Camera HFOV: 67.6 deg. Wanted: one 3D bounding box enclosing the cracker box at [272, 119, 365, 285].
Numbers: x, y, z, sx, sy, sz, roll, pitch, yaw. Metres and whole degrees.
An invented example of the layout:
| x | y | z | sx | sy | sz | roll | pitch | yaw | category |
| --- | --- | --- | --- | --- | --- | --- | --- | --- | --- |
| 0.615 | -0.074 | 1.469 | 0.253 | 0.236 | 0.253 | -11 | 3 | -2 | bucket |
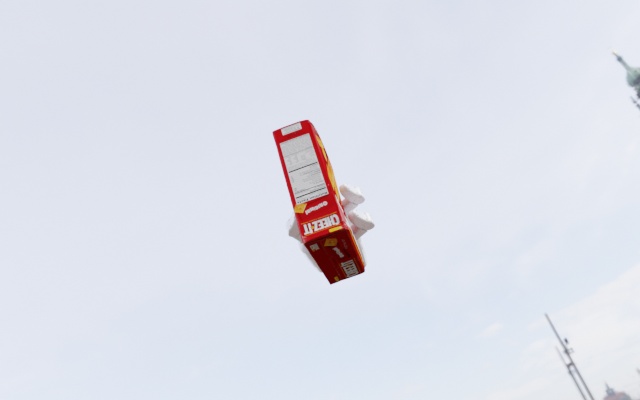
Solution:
| x | y | z | sx | sy | sz | roll | pitch | yaw | category |
| --- | --- | --- | --- | --- | --- | --- | --- | --- | --- |
| 0.000 | 0.002 | 0.761 | 0.072 | 0.213 | 0.164 | -21 | -33 | 4 | cracker box |
